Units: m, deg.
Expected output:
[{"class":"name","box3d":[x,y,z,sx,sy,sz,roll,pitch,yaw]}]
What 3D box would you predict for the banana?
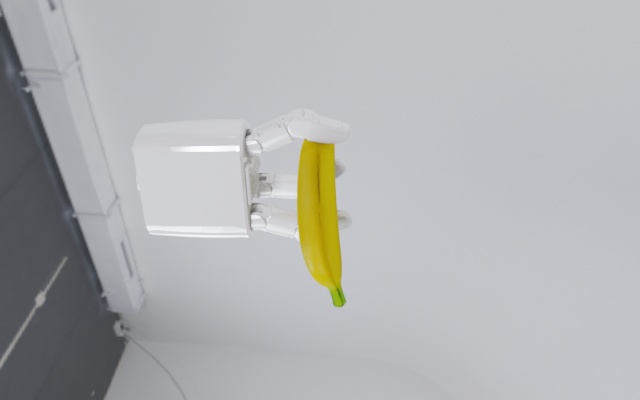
[{"class":"banana","box3d":[-0.002,-0.004,0.450,0.037,0.197,0.070,-5,-28,4]}]
